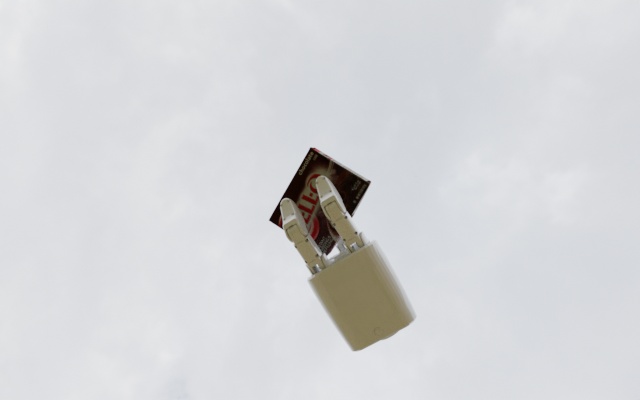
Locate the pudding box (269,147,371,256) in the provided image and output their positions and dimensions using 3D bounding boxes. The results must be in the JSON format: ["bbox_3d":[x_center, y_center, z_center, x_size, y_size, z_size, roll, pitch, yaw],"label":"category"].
[{"bbox_3d":[0.000,0.002,0.614,0.090,0.113,0.039,32,8,8],"label":"pudding box"}]
